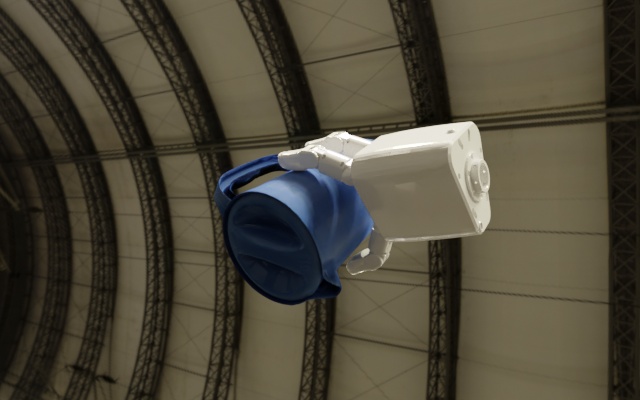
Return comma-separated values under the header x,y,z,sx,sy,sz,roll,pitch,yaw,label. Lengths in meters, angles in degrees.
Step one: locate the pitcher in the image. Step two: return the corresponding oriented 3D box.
x,y,z,sx,sy,sz,roll,pitch,yaw,label
0.000,0.002,0.587,0.145,0.149,0.242,-7,19,38,pitcher
